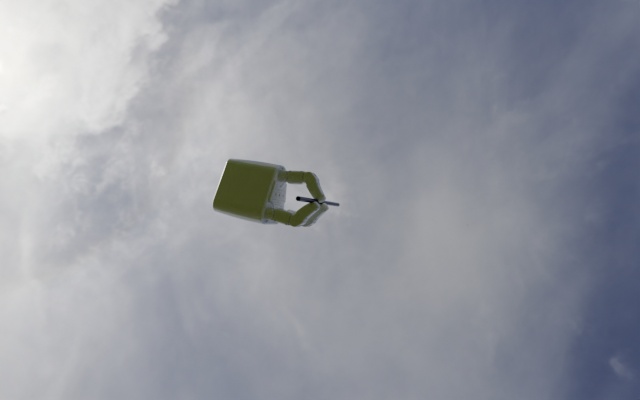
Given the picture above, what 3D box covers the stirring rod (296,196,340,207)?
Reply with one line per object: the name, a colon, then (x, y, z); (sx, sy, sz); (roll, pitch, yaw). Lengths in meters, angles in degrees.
stirring rod: (0.000, 0.003, 0.869); (0.011, 0.011, 0.239); (0, -3, 17)
